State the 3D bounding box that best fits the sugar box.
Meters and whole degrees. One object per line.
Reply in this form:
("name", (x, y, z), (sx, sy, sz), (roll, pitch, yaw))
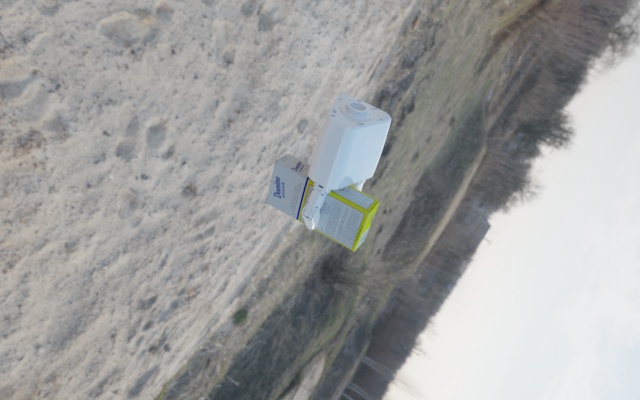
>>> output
("sugar box", (0.001, 0.002, 0.784), (0.176, 0.093, 0.048), (31, 40, 16))
